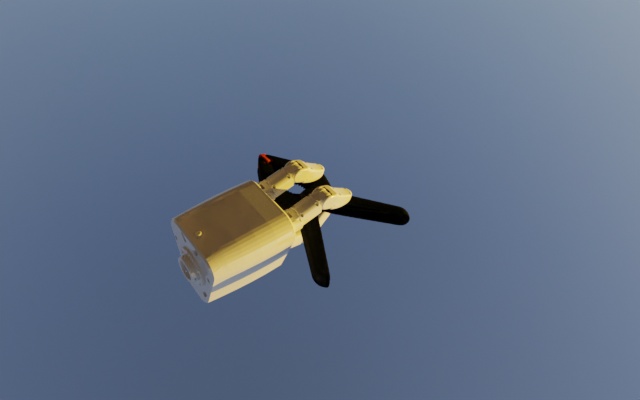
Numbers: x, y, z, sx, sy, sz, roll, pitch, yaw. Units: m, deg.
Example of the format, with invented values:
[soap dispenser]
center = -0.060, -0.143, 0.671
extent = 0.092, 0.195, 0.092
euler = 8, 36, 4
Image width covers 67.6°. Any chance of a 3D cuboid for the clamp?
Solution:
[clamp]
center = -0.001, 0.002, 0.615
extent = 0.164, 0.036, 0.210
euler = -25, 55, -32
